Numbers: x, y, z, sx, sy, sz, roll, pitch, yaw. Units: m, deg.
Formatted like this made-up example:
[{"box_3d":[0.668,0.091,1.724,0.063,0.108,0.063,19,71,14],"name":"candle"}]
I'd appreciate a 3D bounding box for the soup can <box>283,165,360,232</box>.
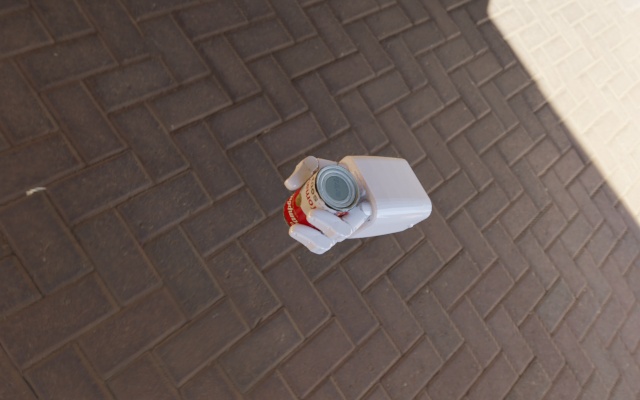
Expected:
[{"box_3d":[0.000,0.002,0.653,0.068,0.068,0.102,0,-22,-30],"name":"soup can"}]
